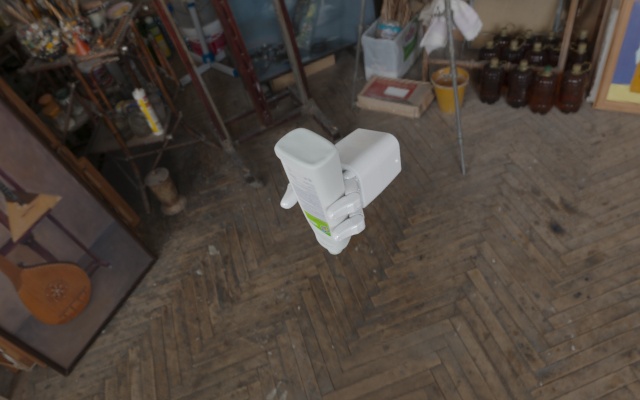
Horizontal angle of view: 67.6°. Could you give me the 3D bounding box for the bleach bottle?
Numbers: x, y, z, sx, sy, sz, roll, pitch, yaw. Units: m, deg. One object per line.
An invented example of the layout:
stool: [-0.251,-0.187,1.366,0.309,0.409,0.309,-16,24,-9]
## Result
bleach bottle: [0.000,0.003,0.805,0.068,0.251,0.102,-41,52,-22]
